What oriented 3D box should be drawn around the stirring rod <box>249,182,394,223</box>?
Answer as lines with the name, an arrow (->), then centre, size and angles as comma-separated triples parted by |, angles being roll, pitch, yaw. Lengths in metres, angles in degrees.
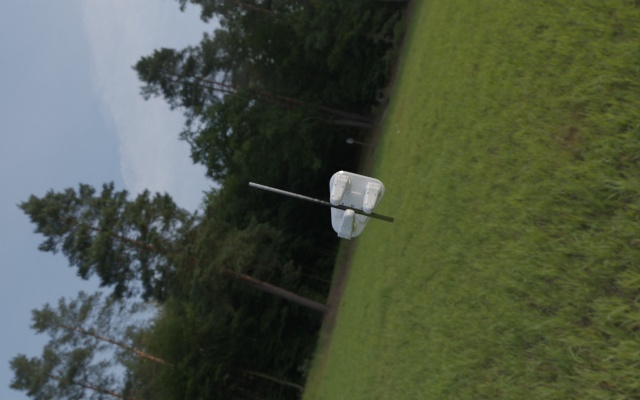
stirring rod -> 0.000, 0.003, 0.770 | 0.239, 0.011, 0.011 | 14, 1, 5
